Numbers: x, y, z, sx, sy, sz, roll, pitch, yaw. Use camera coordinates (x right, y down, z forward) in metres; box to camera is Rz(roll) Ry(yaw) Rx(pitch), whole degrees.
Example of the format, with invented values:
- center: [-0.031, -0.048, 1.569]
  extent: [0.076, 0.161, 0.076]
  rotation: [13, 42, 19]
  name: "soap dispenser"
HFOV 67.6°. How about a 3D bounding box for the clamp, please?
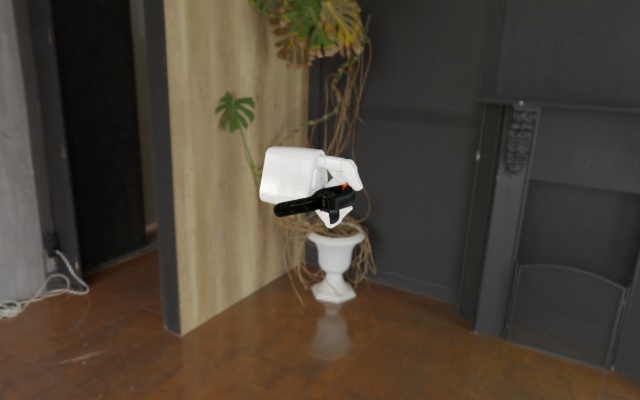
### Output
- center: [0.000, 0.002, 0.832]
  extent: [0.120, 0.039, 0.171]
  rotation: [10, 17, 20]
  name: "clamp"
